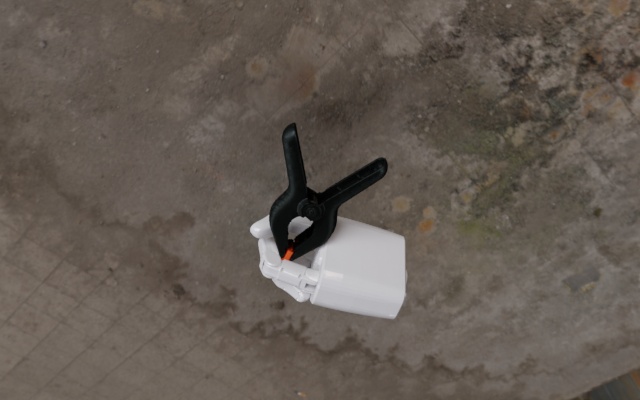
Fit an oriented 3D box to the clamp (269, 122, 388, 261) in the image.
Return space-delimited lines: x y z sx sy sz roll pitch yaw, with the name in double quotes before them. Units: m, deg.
"clamp" 0.000 0.002 0.544 0.120 0.172 0.039 15 32 -4
